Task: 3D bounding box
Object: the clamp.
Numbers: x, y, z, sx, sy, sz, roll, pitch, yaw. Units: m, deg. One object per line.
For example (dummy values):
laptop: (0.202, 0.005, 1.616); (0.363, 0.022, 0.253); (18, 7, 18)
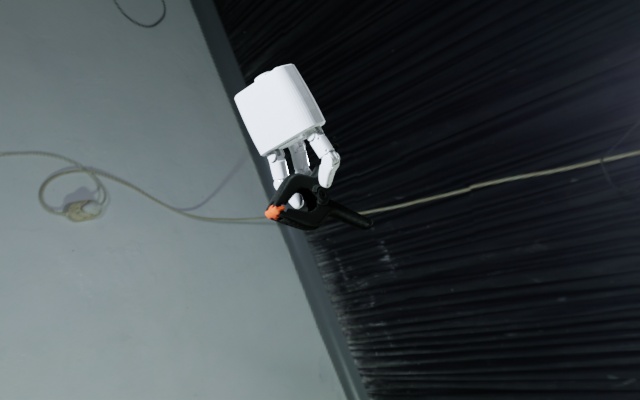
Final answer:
clamp: (0.000, 0.002, 0.774); (0.036, 0.164, 0.210); (-29, 1, 43)
